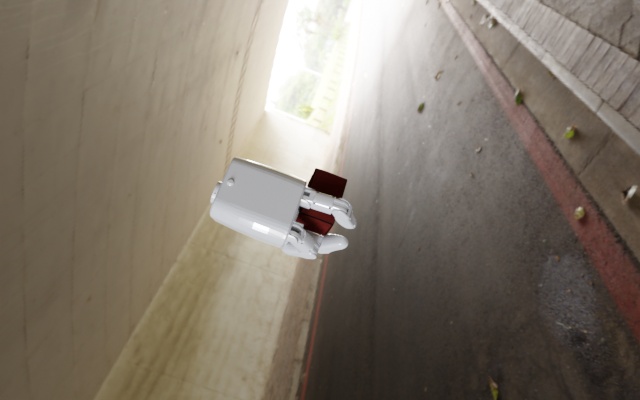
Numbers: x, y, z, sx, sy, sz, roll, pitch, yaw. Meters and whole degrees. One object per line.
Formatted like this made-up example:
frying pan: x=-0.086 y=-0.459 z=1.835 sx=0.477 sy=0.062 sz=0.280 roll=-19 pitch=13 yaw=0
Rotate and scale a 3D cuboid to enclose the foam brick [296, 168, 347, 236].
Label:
foam brick: x=0.000 y=0.002 z=0.693 sx=0.051 sy=0.078 sz=0.053 roll=21 pitch=-26 yaw=-4
